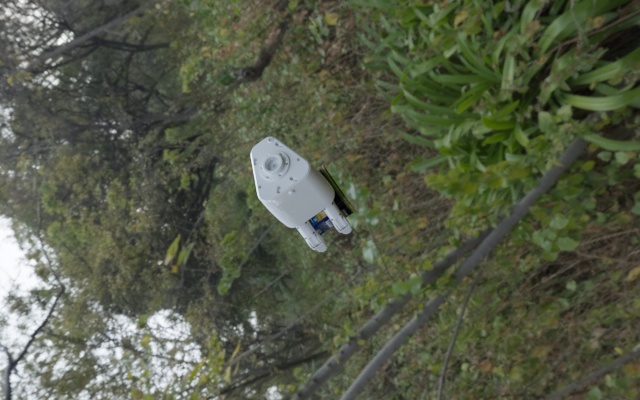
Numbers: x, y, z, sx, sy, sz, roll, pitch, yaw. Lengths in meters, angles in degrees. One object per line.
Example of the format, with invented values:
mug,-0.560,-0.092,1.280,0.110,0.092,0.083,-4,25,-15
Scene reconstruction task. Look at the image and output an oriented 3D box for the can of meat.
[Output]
can of meat,0.000,0.003,0.844,0.084,0.102,0.057,-35,-27,4
